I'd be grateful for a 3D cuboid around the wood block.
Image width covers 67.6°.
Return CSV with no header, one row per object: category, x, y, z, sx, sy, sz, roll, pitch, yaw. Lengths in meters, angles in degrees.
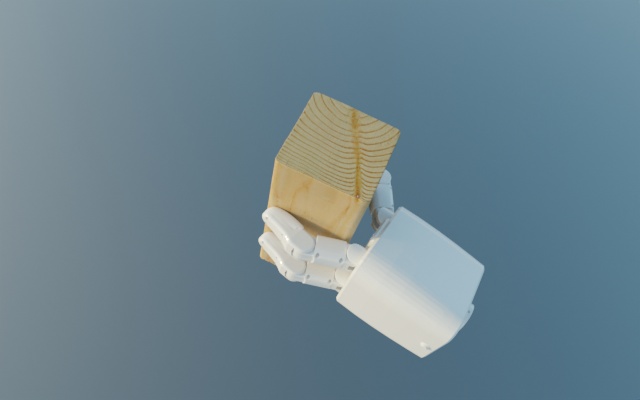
wood block,0.001,0.002,0.502,0.090,0.090,0.206,25,-32,4
